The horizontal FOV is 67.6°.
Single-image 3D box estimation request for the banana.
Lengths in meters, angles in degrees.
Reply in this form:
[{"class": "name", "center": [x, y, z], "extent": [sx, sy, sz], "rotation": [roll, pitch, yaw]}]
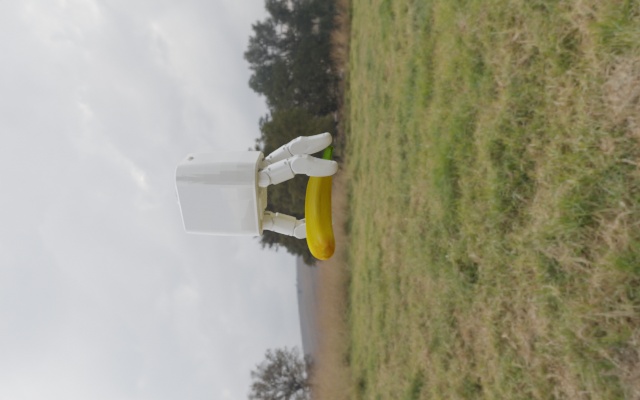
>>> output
[{"class": "banana", "center": [-0.001, 0.013, 0.622], "extent": [0.037, 0.070, 0.197], "rotation": [2, 45, -3]}]
